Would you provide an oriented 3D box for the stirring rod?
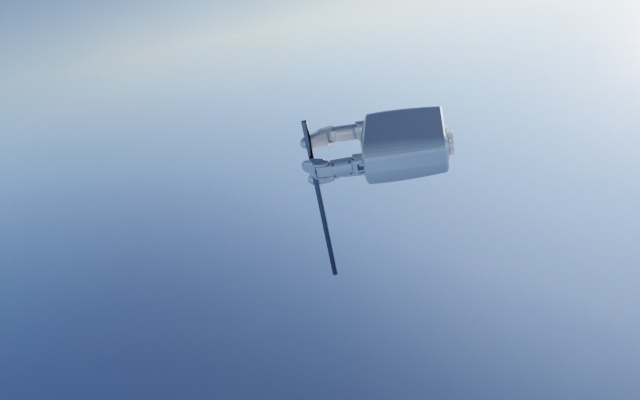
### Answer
[{"bbox_3d":[0.000,0.002,0.691,0.011,0.240,0.011,-10,21,4],"label":"stirring rod"}]
